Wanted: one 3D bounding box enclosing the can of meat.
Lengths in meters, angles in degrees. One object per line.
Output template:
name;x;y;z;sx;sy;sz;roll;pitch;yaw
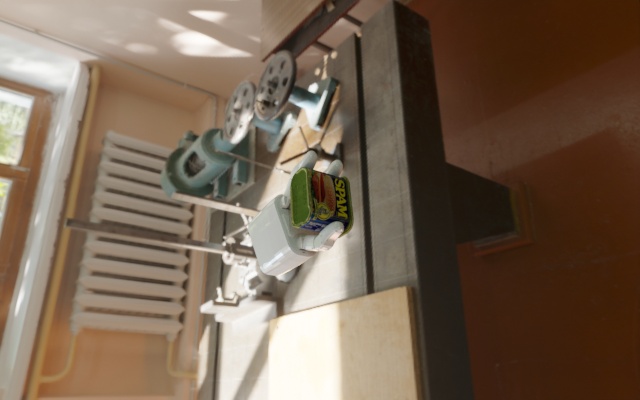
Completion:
can of meat;0.000;0.002;0.762;0.084;0.102;0.057;14;-32;-33
